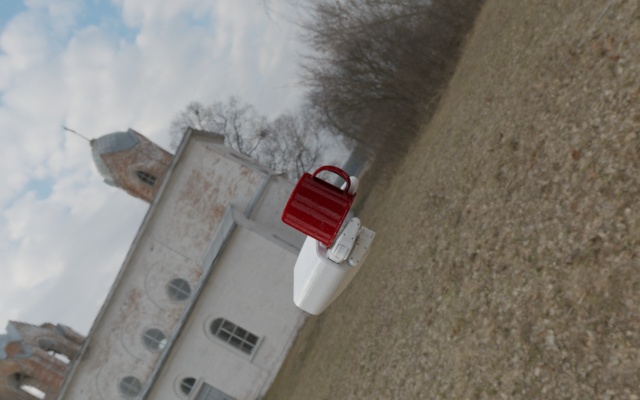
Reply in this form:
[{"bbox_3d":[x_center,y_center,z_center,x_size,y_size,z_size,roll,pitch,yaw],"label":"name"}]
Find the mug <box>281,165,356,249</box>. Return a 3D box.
[{"bbox_3d":[0.000,0.001,0.686,0.081,0.117,0.093,27,29,1],"label":"mug"}]
